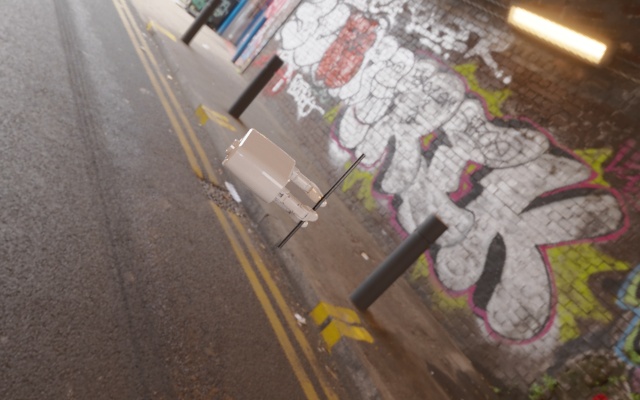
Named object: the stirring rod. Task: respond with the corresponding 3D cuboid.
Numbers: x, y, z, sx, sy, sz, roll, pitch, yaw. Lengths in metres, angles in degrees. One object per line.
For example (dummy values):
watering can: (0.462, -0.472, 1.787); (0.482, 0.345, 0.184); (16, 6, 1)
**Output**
stirring rod: (0.000, 0.003, 0.892); (0.011, 0.239, 0.011); (41, 12, -10)
